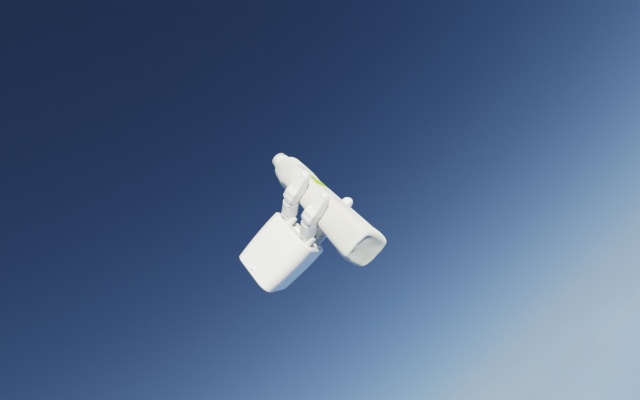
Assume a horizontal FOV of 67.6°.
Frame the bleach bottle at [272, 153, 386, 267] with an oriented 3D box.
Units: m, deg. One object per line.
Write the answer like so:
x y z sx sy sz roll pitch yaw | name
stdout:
0.000 0.003 0.832 0.250 0.068 0.102 46 7 32 | bleach bottle
